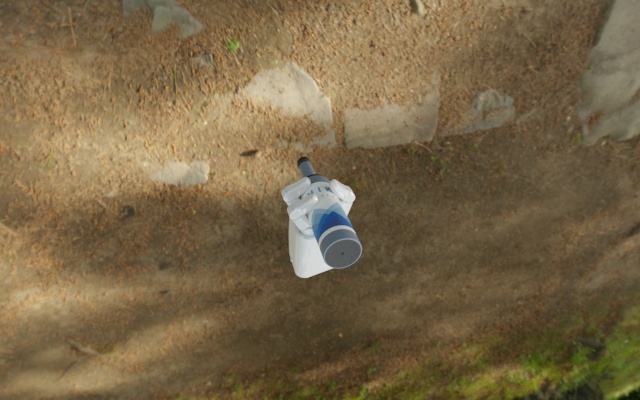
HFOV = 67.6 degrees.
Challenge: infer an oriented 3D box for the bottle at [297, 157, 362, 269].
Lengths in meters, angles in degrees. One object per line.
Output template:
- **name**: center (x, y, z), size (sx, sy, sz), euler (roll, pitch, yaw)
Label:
- **bottle**: center (0.000, 0.003, 0.897), size (0.069, 0.069, 0.295), euler (0, 35, -18)
